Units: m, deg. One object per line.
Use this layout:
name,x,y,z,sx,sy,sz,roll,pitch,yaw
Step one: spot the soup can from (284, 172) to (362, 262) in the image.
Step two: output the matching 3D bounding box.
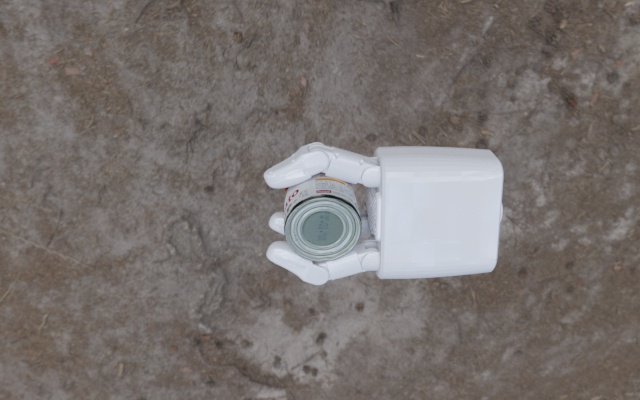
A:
soup can,0.000,0.002,0.443,0.068,0.068,0.102,0,29,-3
